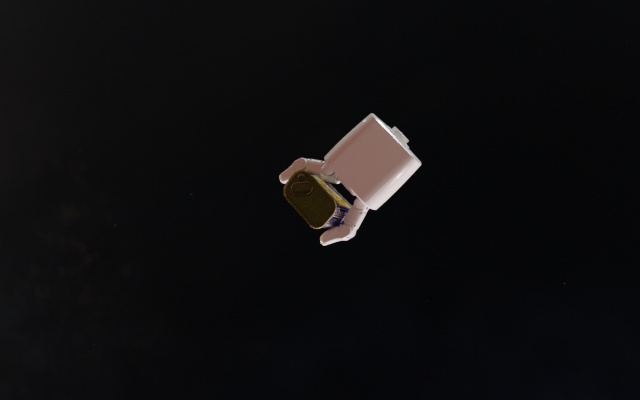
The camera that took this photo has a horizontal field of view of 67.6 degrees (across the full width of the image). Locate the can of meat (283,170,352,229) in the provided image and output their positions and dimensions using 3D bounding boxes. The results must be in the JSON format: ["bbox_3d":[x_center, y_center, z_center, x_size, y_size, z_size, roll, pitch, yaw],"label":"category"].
[{"bbox_3d":[0.000,0.003,0.793,0.102,0.057,0.084,47,14,26],"label":"can of meat"}]
